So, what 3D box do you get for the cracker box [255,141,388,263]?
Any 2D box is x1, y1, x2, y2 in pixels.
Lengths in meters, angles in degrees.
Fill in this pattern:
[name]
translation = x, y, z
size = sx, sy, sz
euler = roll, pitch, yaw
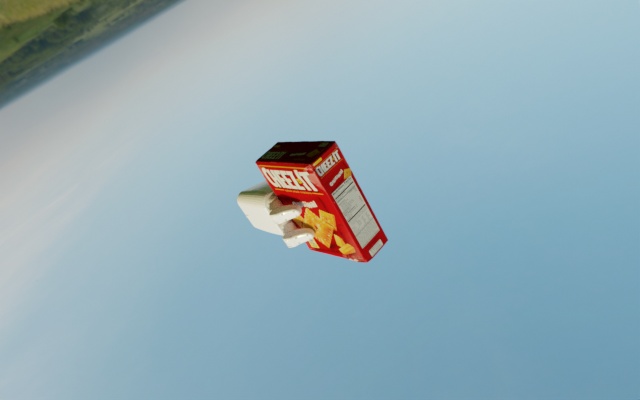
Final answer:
[cracker box]
translation = 0.000, 0.003, 0.831
size = 0.164, 0.214, 0.072
euler = 7, 45, 51
